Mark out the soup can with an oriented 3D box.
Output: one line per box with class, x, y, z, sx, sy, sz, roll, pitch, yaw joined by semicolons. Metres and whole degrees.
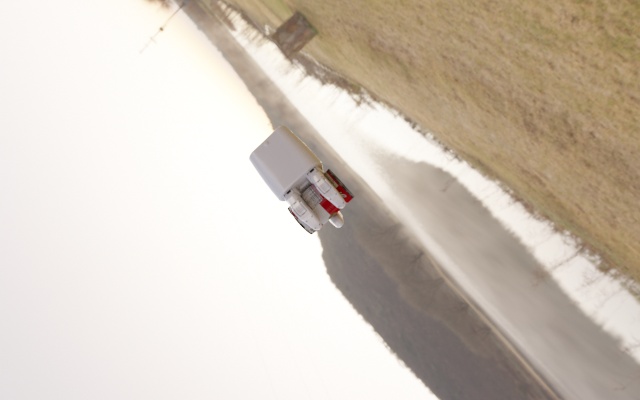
soup can;0.000;0.003;0.840;0.102;0.068;0.068;-42;-4;4
